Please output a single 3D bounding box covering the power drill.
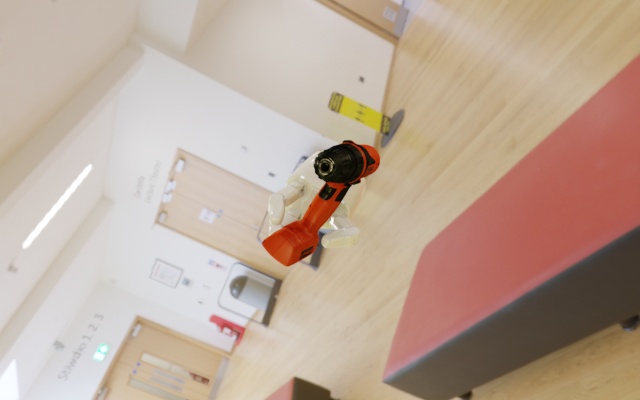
[{"bbox_3d":[0.000,0.002,0.648,0.057,0.188,0.184,43,20,13],"label":"power drill"}]
